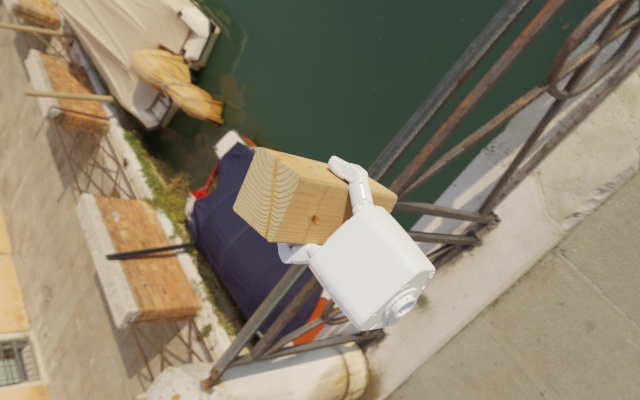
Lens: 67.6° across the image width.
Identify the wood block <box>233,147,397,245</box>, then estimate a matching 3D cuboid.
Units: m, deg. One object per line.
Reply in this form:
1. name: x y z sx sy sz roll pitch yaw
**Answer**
1. wood block: 0.000 0.002 0.649 0.206 0.091 0.090 9 21 -49
